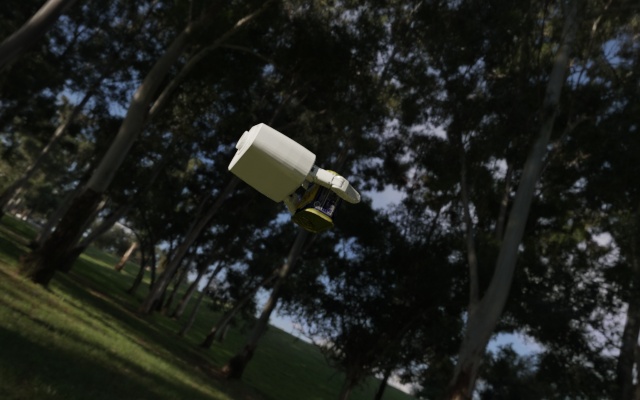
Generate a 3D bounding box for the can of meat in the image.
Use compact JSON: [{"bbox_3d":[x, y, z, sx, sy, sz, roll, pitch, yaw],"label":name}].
[{"bbox_3d":[0.000,0.002,0.836,0.057,0.084,0.102,31,-22,-14],"label":"can of meat"}]
